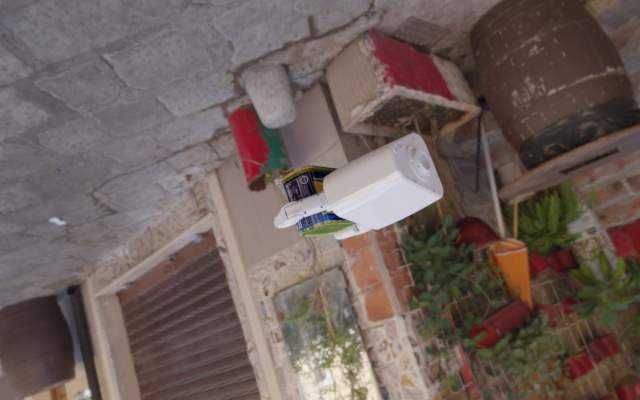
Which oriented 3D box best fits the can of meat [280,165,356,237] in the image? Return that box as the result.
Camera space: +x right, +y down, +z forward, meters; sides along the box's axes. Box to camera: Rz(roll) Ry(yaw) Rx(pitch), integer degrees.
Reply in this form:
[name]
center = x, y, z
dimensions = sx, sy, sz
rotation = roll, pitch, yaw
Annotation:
[can of meat]
center = 0.000, 0.003, 0.670
dimensions = 0.057, 0.084, 0.102
rotation = -27, -16, 32
